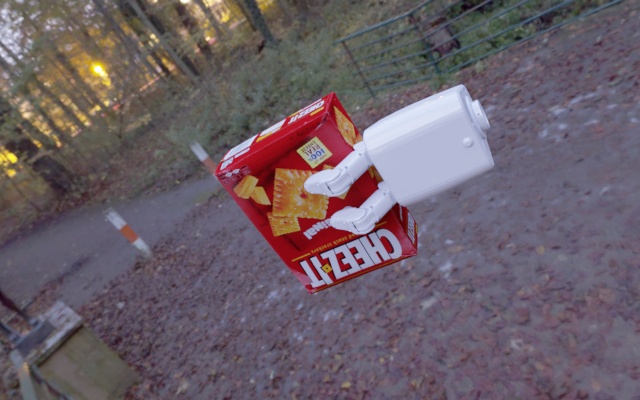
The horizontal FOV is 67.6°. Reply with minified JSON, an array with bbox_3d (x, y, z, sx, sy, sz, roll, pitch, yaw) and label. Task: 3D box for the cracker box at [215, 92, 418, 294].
[{"bbox_3d":[0.000,0.002,0.589,0.164,0.214,0.072,-25,25,24],"label":"cracker box"}]
